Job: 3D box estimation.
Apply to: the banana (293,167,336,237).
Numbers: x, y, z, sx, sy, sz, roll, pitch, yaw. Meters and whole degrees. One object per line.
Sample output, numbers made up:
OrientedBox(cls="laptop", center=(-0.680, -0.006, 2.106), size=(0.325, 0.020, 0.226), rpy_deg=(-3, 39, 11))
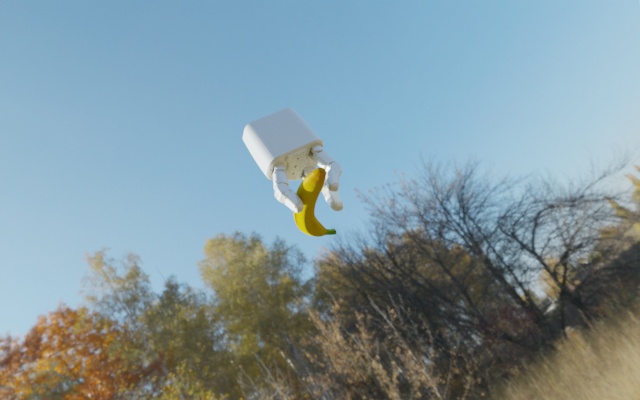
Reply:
OrientedBox(cls="banana", center=(-0.016, 0.013, 0.837), size=(0.069, 0.037, 0.198), rpy_deg=(-26, -33, -10))
